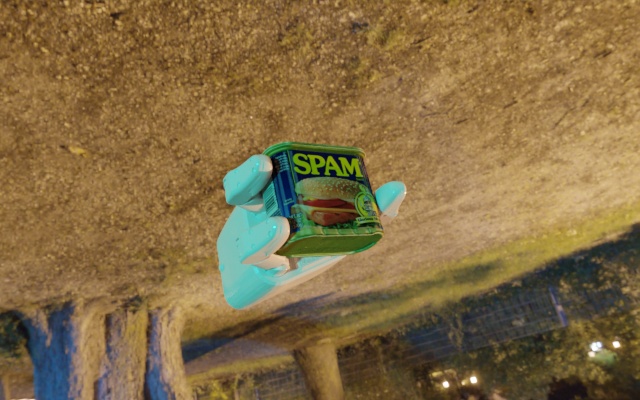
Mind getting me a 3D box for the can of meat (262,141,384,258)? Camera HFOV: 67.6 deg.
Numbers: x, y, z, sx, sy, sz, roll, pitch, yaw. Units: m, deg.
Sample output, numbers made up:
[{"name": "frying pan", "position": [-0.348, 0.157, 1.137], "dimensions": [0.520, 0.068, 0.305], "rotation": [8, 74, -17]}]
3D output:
[{"name": "can of meat", "position": [0.000, 0.002, 0.415], "dimensions": [0.102, 0.084, 0.057], "rotation": [1, -26, -32]}]
